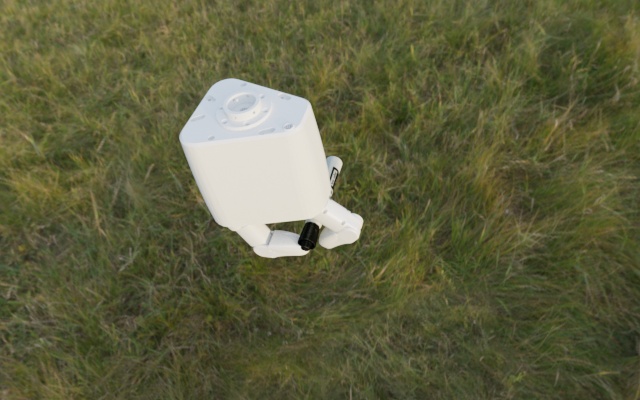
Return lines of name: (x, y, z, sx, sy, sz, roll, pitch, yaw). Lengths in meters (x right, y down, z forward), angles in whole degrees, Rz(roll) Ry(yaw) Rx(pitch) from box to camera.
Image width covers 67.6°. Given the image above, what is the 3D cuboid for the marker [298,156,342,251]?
marker: (0.000, 0.002, 0.502, 0.020, 0.121, 0.020, 12, -37, 9)
